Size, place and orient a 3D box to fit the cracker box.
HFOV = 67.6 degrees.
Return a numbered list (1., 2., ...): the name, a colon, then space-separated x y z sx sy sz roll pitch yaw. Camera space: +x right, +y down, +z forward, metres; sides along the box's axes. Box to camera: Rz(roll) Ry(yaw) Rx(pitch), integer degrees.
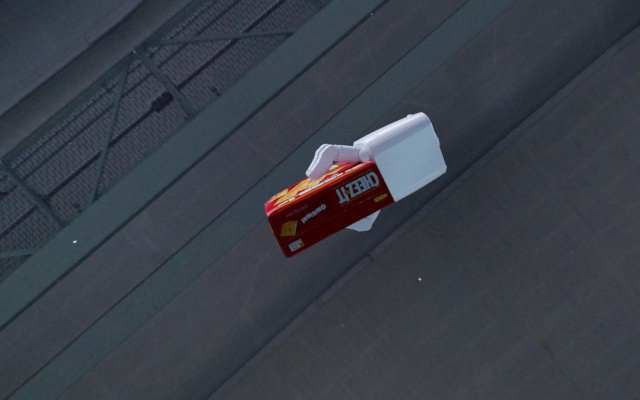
1. cracker box: 0.000 0.003 0.725 0.164 0.072 0.213 -28 7 -5
